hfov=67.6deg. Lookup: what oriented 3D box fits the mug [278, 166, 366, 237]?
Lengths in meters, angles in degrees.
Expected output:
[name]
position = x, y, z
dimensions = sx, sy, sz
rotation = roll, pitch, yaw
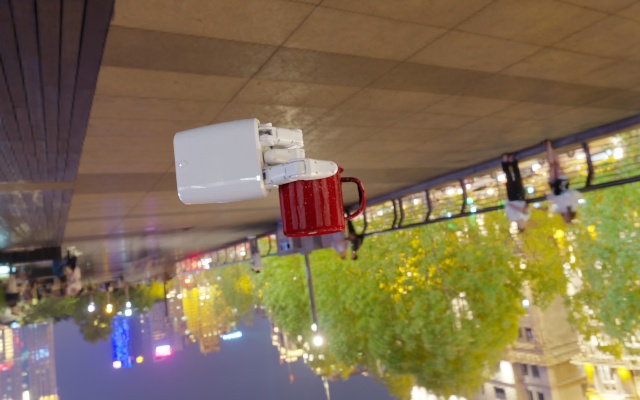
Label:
[mug]
position = 0.002, 0.002, 0.618
dimensions = 0.117, 0.081, 0.093
rotation = -7, -7, 4
